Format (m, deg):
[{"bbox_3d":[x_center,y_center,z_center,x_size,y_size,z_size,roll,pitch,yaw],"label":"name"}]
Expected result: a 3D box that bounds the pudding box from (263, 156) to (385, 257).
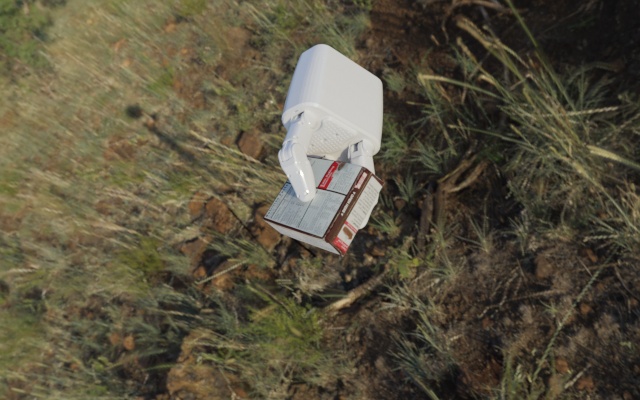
[{"bbox_3d":[0.000,0.002,0.512,0.039,0.090,0.113,39,-15,-36],"label":"pudding box"}]
